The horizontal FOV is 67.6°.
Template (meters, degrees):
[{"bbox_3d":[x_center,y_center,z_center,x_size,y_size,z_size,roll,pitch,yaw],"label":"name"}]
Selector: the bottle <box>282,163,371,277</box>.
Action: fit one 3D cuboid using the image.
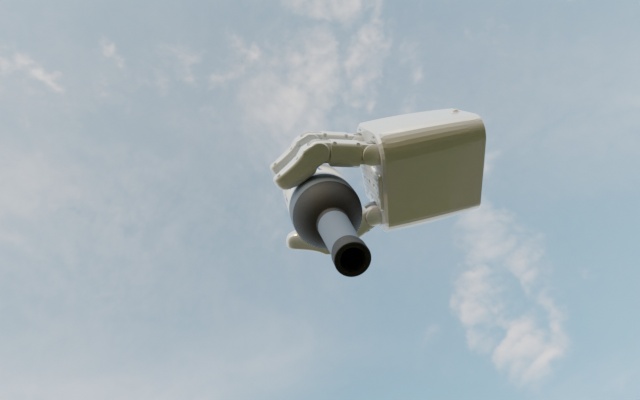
[{"bbox_3d":[0.000,0.002,0.477,0.069,0.069,0.295,0,16,-9],"label":"bottle"}]
